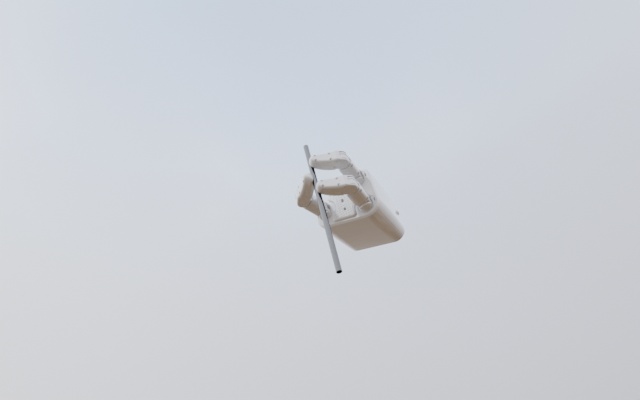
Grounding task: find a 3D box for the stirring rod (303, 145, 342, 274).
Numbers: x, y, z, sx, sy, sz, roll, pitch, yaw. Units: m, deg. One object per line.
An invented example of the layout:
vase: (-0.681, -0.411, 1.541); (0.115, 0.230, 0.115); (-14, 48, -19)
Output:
stirring rod: (0.000, 0.002, 0.679); (0.011, 0.239, 0.011); (-8, -41, -8)
